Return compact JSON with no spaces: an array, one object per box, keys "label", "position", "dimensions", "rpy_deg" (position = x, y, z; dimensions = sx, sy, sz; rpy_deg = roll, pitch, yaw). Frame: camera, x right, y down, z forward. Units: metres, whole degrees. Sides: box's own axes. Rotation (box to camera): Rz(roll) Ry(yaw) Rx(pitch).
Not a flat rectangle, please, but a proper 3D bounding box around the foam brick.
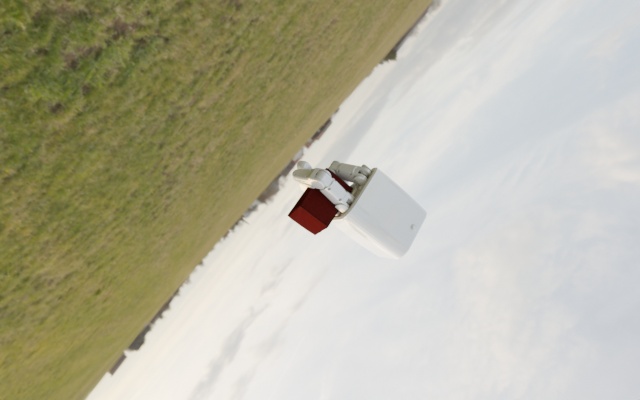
[{"label":"foam brick","position":[0.000,0.002,0.693],"dimensions":[0.051,0.078,0.053],"rpy_deg":[39,-27,-9]}]
